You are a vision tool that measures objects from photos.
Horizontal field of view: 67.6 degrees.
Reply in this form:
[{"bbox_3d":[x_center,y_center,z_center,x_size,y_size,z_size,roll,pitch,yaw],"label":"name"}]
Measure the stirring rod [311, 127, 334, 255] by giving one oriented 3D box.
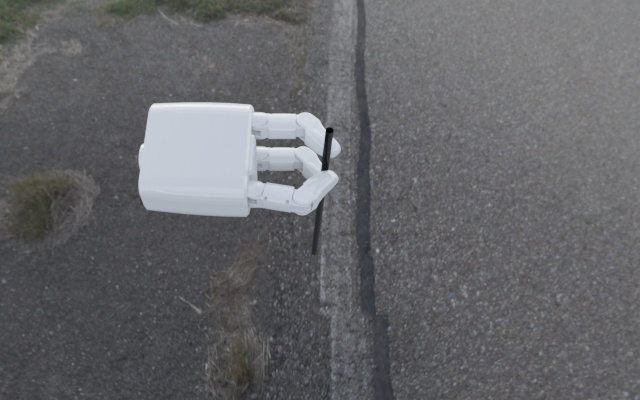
[{"bbox_3d":[0.000,0.002,0.556,0.011,0.011,0.240,0,-35,-5],"label":"stirring rod"}]
